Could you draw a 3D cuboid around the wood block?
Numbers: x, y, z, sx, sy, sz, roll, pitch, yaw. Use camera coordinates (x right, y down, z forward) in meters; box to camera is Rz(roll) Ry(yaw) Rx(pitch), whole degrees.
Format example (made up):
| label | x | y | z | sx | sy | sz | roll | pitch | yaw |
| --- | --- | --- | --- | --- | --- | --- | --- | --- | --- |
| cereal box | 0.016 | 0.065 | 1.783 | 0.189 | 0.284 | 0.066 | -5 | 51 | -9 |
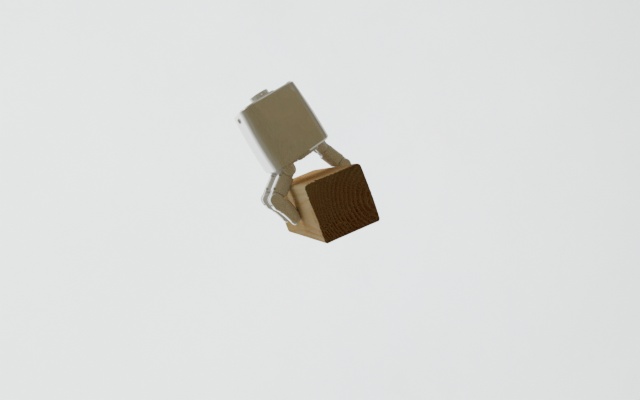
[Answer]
| label | x | y | z | sx | sy | sz | roll | pitch | yaw |
| --- | --- | --- | --- | --- | --- | --- | --- | --- | --- |
| wood block | 0.000 | 0.002 | 0.759 | 0.091 | 0.090 | 0.206 | -23 | 8 | -16 |
